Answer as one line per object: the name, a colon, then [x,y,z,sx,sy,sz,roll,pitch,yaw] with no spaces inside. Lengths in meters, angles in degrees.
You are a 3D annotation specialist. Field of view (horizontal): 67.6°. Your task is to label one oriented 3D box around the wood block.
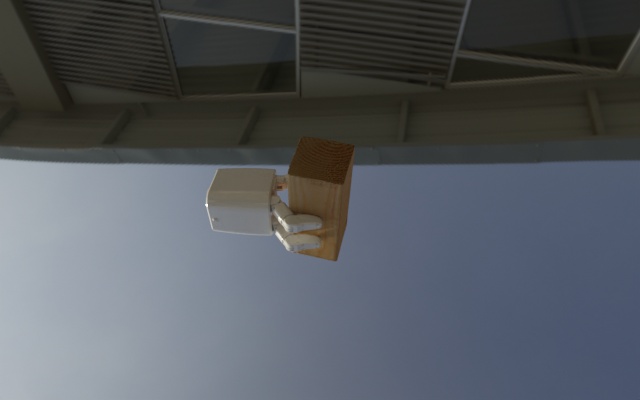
wood block: [0.000,0.002,0.810,0.090,0.090,0.206,11,-39,7]
